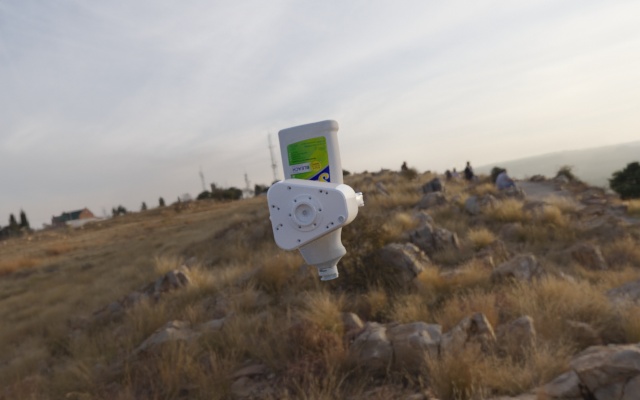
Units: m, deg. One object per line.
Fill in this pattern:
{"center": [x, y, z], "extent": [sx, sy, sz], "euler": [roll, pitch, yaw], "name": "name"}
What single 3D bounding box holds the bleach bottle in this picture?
{"center": [0.000, 0.003, 0.777], "extent": [0.102, 0.251, 0.068], "euler": [-10, 1, 11], "name": "bleach bottle"}
